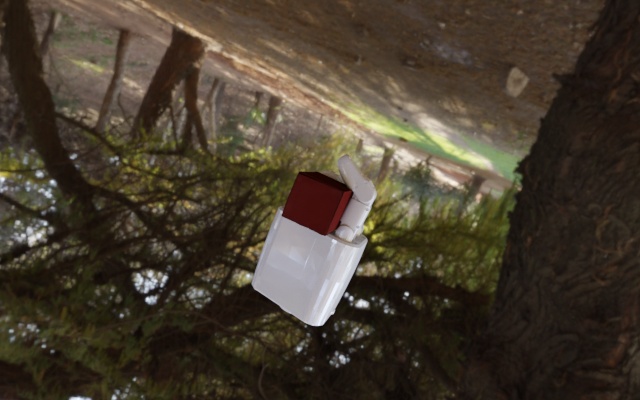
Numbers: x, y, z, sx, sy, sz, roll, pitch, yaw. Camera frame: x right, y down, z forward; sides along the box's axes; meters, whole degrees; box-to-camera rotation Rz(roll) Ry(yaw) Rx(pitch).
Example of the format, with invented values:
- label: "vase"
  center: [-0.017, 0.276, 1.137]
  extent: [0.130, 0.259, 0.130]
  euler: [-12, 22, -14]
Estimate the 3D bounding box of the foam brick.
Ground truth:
- label: "foam brick"
  center: [0.000, 0.002, 0.518]
  extent: [0.053, 0.051, 0.078]
  euler: [25, 8, 11]
